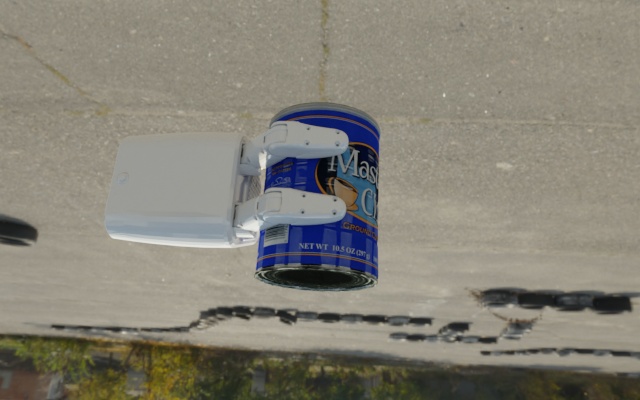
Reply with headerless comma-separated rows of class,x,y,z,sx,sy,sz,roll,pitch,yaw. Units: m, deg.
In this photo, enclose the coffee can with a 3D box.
coffee can,0.000,0.001,0.418,0.103,0.140,0.103,3,-20,1
